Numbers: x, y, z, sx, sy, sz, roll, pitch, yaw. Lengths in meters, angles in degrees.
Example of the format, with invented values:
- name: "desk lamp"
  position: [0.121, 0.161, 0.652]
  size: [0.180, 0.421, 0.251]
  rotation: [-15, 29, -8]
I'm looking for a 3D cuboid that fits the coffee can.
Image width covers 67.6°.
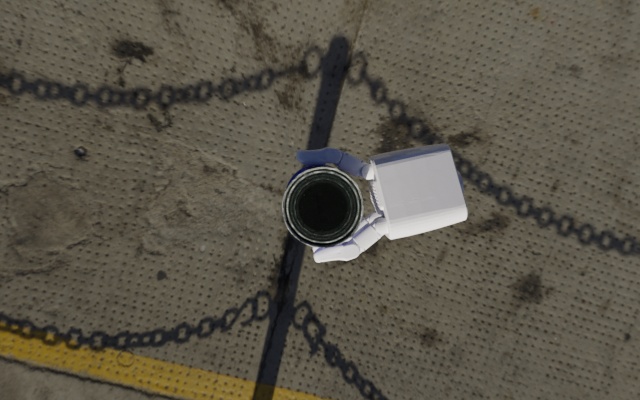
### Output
- name: "coffee can"
  position: [0.000, 0.002, 0.659]
  size: [0.103, 0.103, 0.140]
  rotation: [0, 6, -3]
